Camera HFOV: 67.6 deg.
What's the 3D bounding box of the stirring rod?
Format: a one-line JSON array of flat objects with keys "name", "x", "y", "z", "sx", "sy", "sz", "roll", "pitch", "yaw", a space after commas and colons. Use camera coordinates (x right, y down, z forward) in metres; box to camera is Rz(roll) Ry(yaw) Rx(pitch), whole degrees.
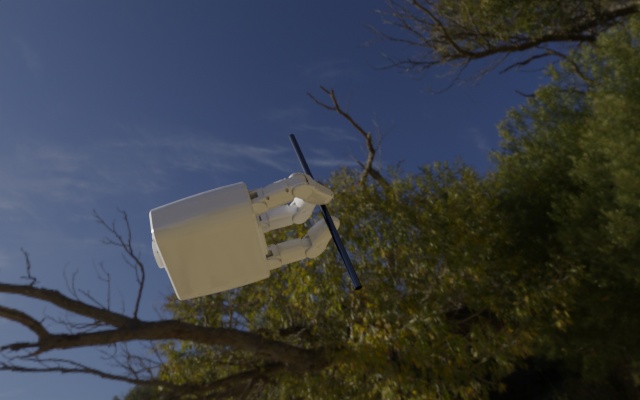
[{"name": "stirring rod", "x": 0.000, "y": 0.002, "z": 0.554, "sx": 0.011, "sy": 0.239, "sz": 0.011, "roll": -14, "pitch": -39, "yaw": -12}]
